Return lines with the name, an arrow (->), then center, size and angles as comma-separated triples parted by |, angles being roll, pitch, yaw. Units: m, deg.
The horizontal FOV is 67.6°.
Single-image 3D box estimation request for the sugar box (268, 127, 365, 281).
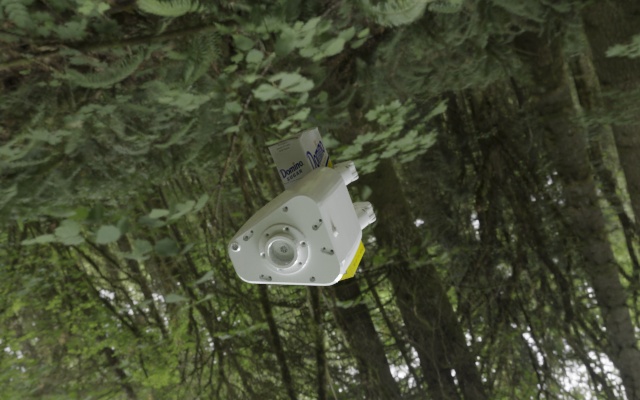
sugar box -> 0.001, 0.002, 0.585 | 0.048, 0.176, 0.093 | -16, 11, 17
